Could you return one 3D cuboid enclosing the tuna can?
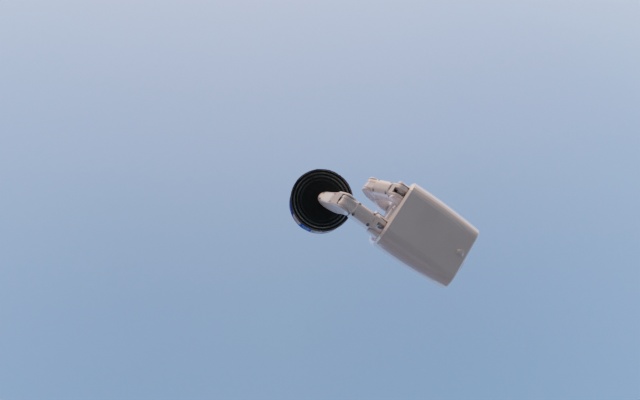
[{"bbox_3d":[0.000,0.002,0.654,0.086,0.086,0.034,0,-11,-8],"label":"tuna can"}]
